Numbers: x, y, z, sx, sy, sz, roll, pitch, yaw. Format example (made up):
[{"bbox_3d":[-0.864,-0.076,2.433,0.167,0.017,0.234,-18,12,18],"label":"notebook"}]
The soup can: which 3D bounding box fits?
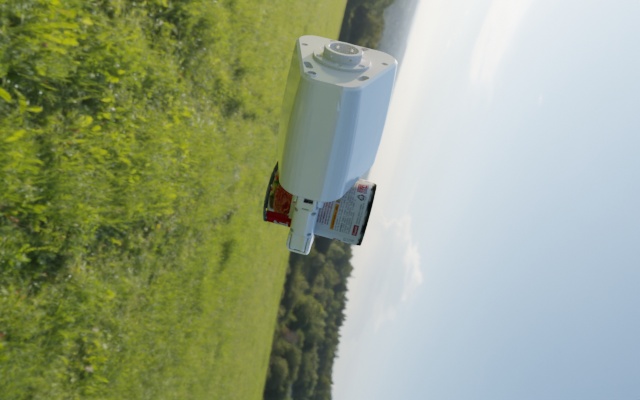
[{"bbox_3d":[0.000,0.002,0.488,0.102,0.068,0.068,15,1,4],"label":"soup can"}]
